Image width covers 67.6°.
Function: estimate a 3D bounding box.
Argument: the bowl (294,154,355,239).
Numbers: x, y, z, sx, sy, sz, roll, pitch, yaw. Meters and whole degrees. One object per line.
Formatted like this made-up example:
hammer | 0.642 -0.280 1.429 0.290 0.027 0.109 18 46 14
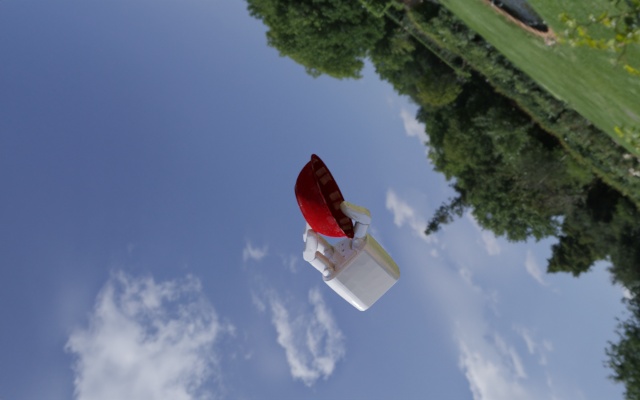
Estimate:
bowl | -0.001 0.002 0.828 0.055 0.162 0.162 -25 -6 12
